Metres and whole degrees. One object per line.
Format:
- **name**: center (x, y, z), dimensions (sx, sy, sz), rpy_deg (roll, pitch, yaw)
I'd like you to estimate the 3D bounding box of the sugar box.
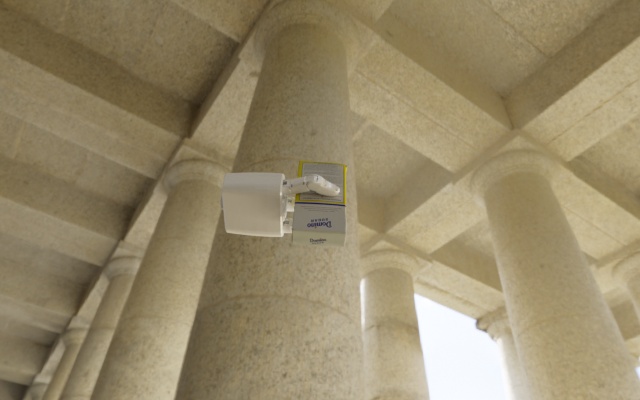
- **sugar box**: center (0.000, 0.003, 0.862), dimensions (0.093, 0.176, 0.048), rpy_deg (4, -42, 0)
